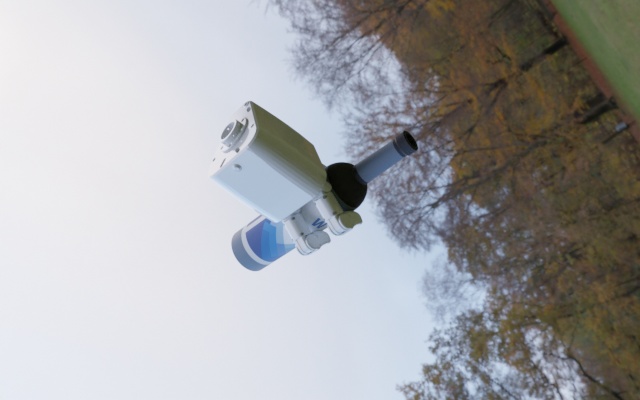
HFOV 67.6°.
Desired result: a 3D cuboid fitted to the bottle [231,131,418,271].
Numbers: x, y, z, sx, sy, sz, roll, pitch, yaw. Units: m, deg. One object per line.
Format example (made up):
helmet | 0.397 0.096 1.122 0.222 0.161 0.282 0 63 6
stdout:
bottle | 0.000 0.002 0.626 0.296 0.069 0.069 -34 -19 30
